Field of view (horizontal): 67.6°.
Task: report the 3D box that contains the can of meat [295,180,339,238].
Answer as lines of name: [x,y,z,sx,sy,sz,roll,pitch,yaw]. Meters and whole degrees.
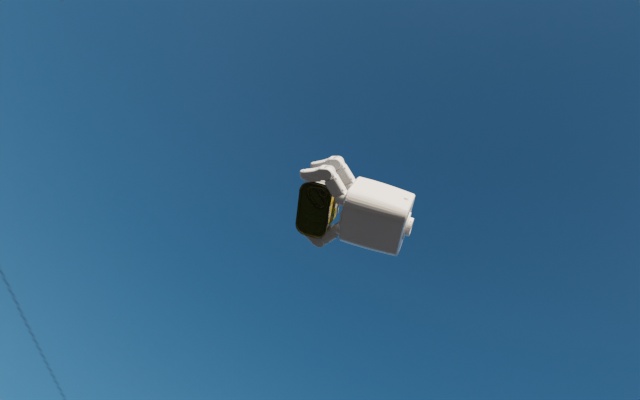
can of meat: [0.000,0.003,0.852,0.057,0.102,0.084,15,26,15]
